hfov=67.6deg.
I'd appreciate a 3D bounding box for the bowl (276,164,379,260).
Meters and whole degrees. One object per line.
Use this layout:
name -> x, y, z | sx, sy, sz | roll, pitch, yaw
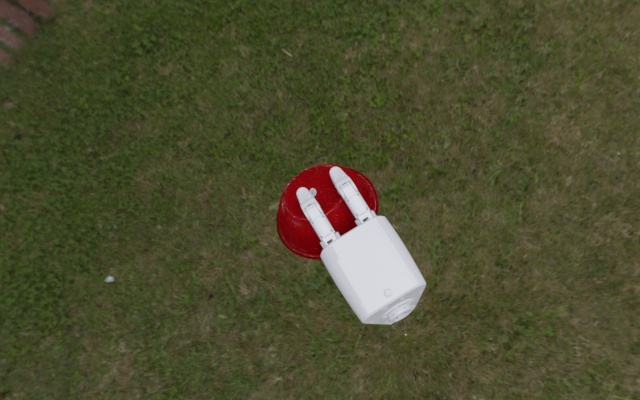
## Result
bowl -> -0.001, 0.001, 0.696 | 0.162, 0.162, 0.055 | 0, -32, 23
